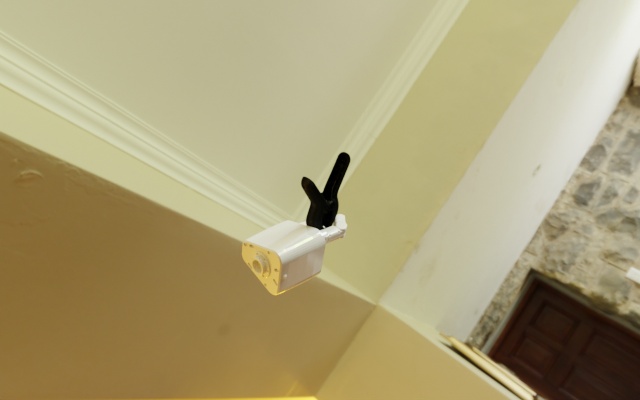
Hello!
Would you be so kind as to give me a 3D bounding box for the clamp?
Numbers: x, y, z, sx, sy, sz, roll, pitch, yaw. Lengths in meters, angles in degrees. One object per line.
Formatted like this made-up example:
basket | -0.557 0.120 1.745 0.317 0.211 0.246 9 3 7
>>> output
clamp | 0.000 0.003 0.858 0.039 0.172 0.120 32 37 34
